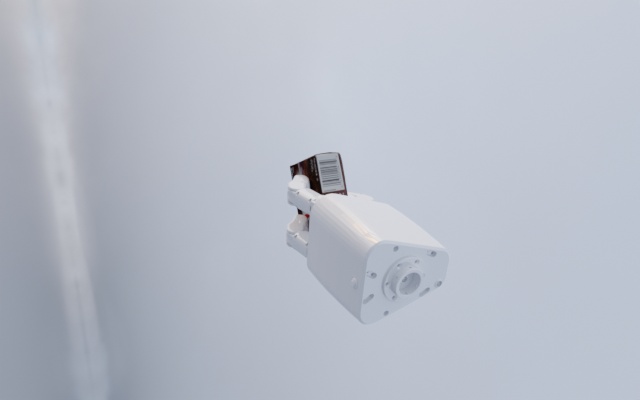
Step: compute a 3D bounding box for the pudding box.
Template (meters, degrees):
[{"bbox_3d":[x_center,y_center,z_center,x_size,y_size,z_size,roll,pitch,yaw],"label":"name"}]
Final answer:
[{"bbox_3d":[0.000,0.002,0.602,0.039,0.113,0.090,-7,-2,-25],"label":"pudding box"}]
